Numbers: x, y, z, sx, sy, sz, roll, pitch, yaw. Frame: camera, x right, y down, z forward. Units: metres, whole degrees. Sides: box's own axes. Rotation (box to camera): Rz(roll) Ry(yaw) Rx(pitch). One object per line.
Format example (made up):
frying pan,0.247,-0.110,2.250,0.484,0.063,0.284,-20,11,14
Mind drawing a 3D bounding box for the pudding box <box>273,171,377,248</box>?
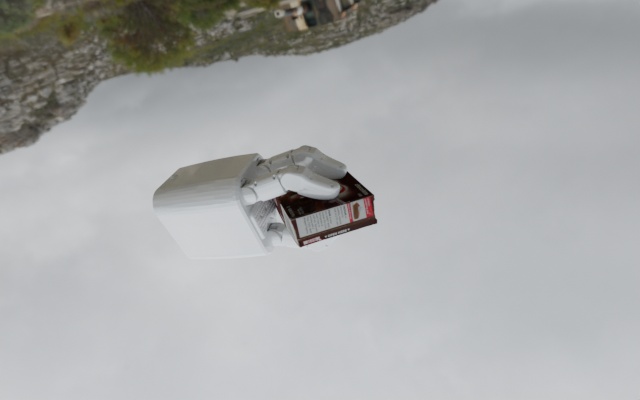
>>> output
pudding box,0.000,0.002,0.525,0.090,0.039,0.113,-17,27,-10
